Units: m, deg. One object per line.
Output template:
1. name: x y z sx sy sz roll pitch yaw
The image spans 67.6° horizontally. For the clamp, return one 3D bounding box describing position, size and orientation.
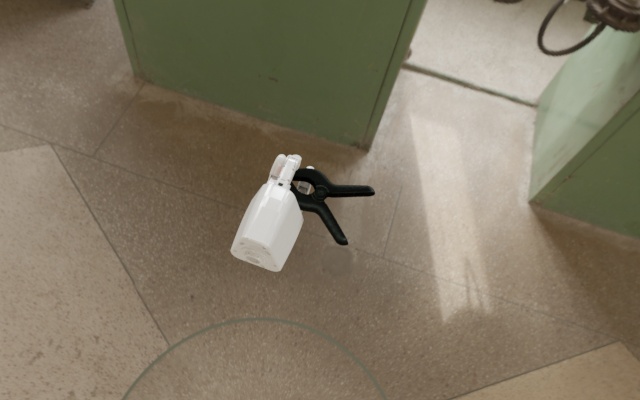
1. clamp: 0.000 0.002 0.835 0.171 0.120 0.039 20 -27 3
